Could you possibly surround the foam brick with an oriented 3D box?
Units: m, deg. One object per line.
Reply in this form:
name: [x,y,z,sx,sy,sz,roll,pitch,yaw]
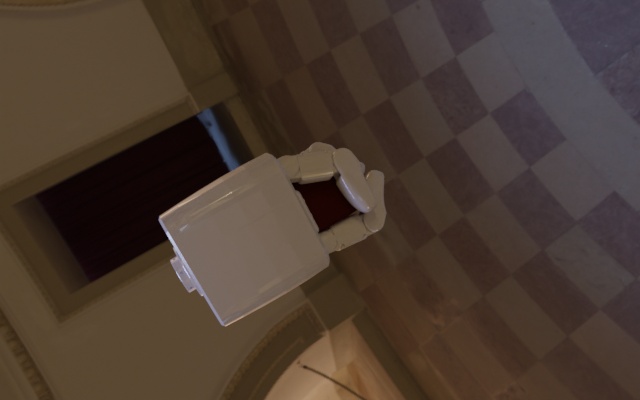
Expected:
foam brick: [0.000,0.002,0.461,0.051,0.053,0.078,-31,-5,-15]
